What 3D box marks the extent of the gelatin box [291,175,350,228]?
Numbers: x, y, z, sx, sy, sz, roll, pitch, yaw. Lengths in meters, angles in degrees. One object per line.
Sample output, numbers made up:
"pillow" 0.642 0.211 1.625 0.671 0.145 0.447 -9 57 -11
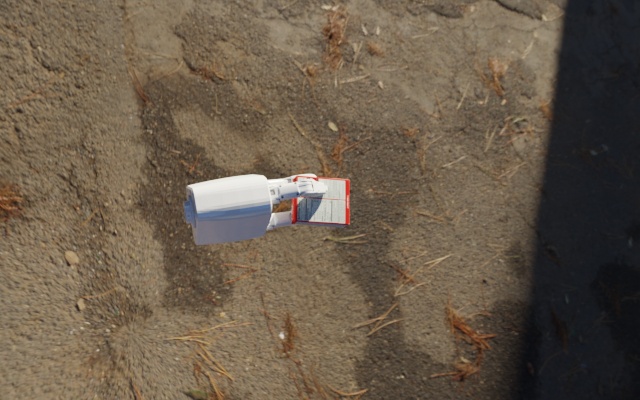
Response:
"gelatin box" 0.001 0.002 0.742 0.089 0.073 0.030 4 -14 -13
